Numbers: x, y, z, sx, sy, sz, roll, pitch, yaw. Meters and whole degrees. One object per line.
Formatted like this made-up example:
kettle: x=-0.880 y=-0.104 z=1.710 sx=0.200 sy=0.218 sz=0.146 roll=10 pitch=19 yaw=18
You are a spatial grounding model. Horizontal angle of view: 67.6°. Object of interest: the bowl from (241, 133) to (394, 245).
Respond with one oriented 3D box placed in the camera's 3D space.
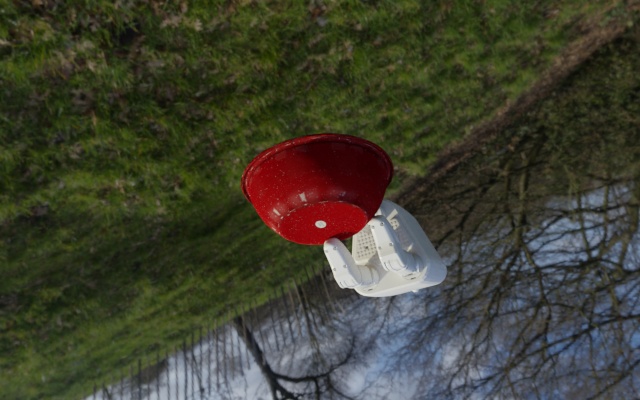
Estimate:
bowl: x=-0.001 y=0.002 z=0.493 sx=0.162 sy=0.055 sz=0.162 roll=-5 pitch=-31 yaw=-3
